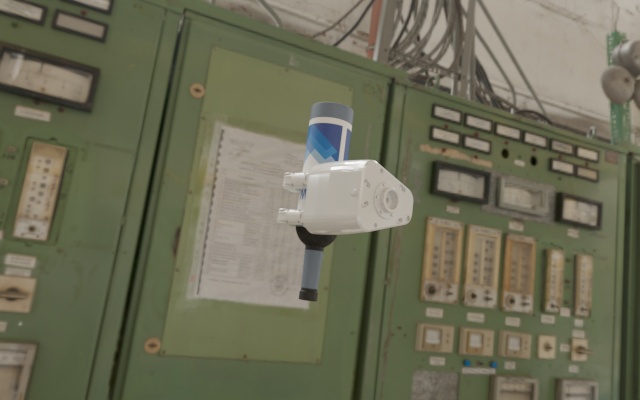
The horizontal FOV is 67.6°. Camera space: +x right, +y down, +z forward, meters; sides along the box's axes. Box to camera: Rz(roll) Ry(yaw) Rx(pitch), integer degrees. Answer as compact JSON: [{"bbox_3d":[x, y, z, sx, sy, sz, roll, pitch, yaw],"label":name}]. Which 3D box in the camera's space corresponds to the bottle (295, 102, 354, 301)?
[{"bbox_3d":[0.000,0.002,0.723,0.069,0.295,0.069,7,-9,1],"label":"bottle"}]
